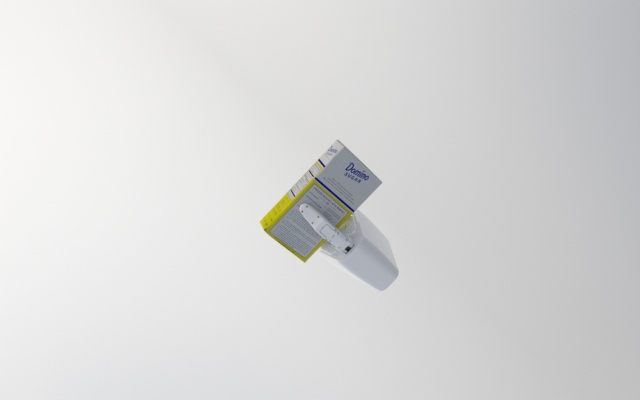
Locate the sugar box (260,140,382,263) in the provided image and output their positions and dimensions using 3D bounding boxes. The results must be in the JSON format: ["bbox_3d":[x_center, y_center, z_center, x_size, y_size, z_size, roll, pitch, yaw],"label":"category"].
[{"bbox_3d":[0.000,0.002,0.733,0.093,0.176,0.048,41,5,-29],"label":"sugar box"}]
